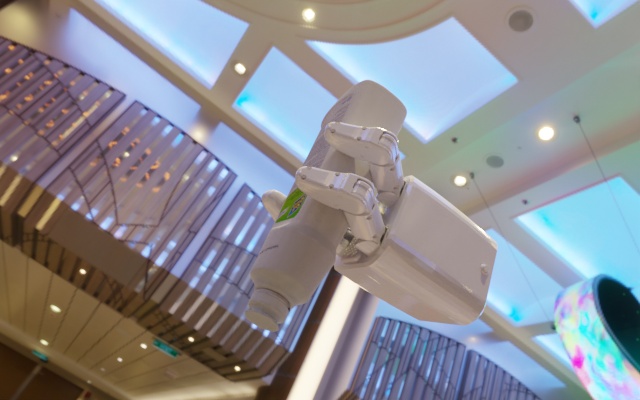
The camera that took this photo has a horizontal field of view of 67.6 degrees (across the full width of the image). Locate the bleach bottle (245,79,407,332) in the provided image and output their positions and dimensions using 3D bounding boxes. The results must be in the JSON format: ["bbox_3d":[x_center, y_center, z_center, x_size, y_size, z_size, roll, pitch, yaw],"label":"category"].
[{"bbox_3d":[0.000,0.001,0.430,0.068,0.250,0.103,35,-35,-11],"label":"bleach bottle"}]
